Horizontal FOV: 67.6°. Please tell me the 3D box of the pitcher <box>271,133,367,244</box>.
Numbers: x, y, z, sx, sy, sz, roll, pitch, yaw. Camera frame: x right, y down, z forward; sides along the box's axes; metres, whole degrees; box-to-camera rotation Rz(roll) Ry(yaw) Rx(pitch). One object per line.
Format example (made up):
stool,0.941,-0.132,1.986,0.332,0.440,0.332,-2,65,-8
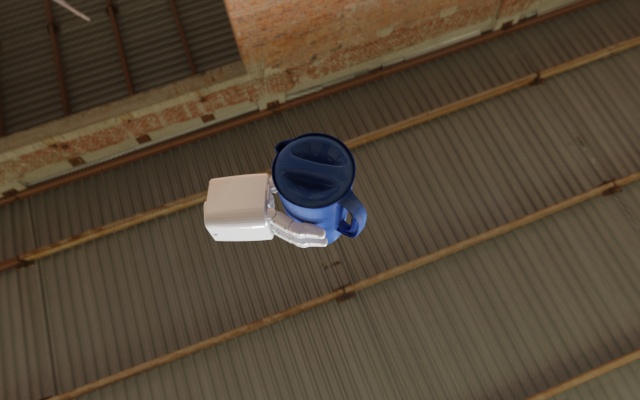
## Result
pitcher,0.000,0.003,0.848,0.145,0.149,0.243,-4,-23,1
